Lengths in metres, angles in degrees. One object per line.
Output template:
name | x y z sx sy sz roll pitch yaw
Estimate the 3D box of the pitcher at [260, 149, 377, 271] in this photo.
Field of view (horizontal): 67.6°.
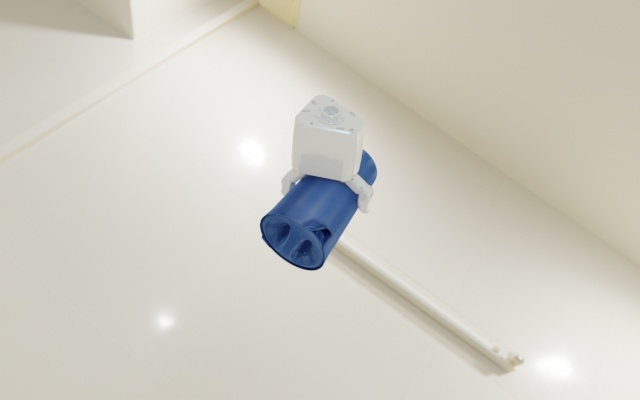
pitcher | 0.000 0.003 0.892 0.149 0.145 0.242 26 52 17
